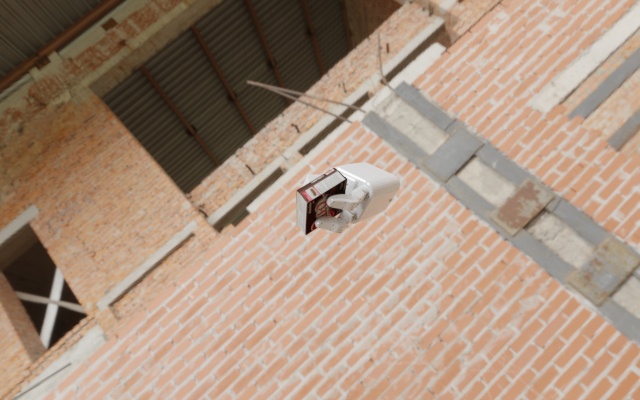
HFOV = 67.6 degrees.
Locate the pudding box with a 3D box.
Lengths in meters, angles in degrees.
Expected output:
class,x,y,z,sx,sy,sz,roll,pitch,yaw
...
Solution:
class,x,y,z,sx,sy,sz,roll,pitch,yaw
pudding box,0.000,0.003,0.867,0.090,0.039,0.114,-33,-28,-22
